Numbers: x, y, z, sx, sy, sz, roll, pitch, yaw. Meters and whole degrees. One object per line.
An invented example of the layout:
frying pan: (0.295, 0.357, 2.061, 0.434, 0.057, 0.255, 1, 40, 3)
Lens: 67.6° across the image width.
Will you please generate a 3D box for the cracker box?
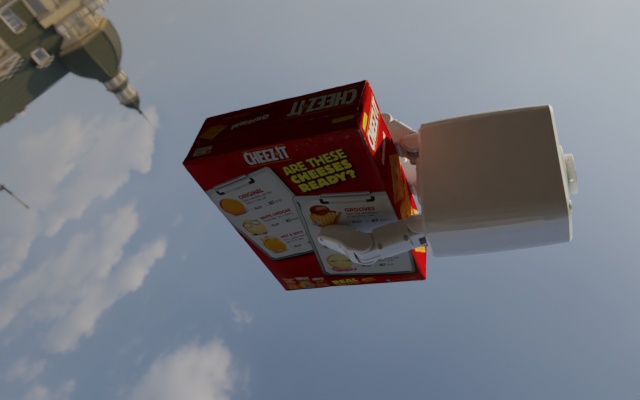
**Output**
cracker box: (0.000, 0.002, 0.465, 0.164, 0.072, 0.214, -8, -44, 22)
